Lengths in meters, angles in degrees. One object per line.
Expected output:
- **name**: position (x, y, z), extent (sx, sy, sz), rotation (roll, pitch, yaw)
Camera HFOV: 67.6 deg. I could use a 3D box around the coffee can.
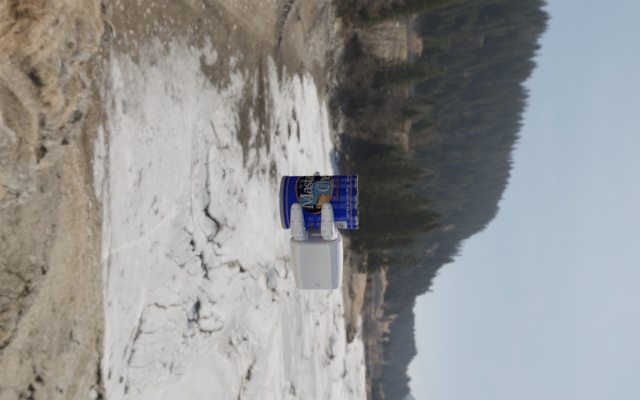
- **coffee can**: position (0.000, 0.003, 0.897), extent (0.140, 0.103, 0.103), rotation (-1, 0, 5)
